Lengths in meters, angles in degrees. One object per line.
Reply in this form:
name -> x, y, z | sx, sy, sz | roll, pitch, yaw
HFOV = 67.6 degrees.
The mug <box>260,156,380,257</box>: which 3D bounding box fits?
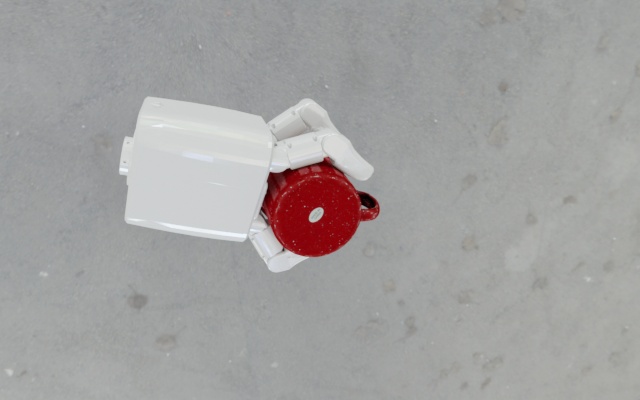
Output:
mug -> 0.001, 0.002, 0.447 | 0.117, 0.093, 0.081 | 9, 20, -18
